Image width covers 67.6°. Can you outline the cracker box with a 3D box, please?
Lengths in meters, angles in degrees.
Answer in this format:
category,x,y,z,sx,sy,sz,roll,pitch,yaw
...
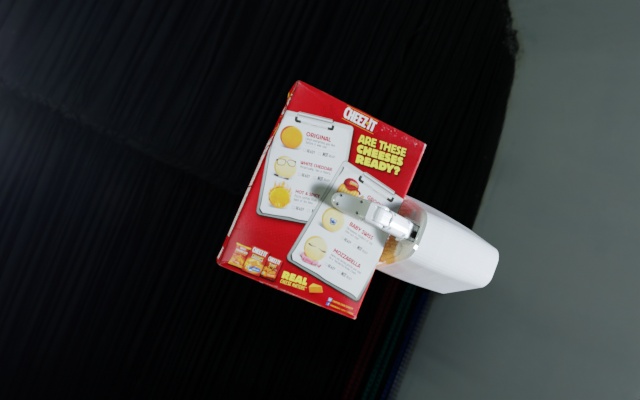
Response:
category,x,y,z,sx,sy,sz,roll,pitch,yaw
cracker box,0.000,0.002,0.542,0.164,0.213,0.072,24,-7,-13
